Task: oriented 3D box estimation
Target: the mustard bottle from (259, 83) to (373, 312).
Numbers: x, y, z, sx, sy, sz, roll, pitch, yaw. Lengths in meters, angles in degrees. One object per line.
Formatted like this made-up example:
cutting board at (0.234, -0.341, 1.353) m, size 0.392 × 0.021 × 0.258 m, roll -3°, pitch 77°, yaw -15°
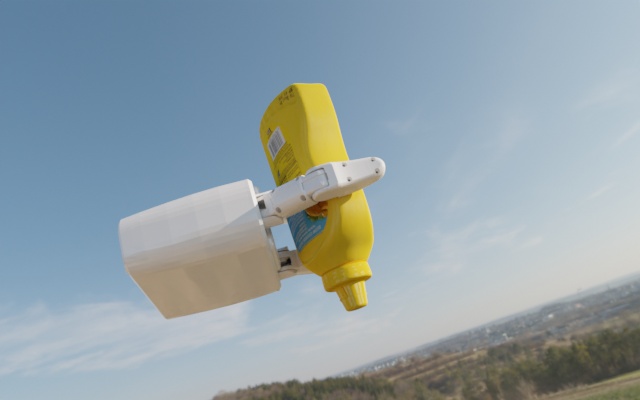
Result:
mustard bottle at (0.000, 0.001, 0.414) m, size 0.058 × 0.191 × 0.096 m, roll -7°, pitch -23°, yaw -30°
